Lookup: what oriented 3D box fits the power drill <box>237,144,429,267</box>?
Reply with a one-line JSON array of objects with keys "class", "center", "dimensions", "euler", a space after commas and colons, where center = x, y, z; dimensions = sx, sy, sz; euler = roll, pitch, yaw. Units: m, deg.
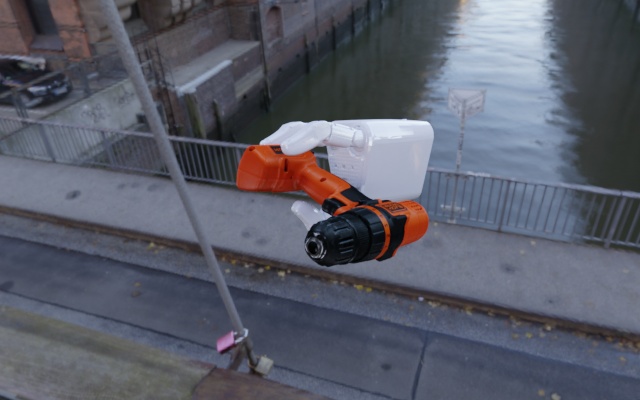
[{"class": "power drill", "center": [0.000, 0.001, 0.498], "dimensions": [0.187, 0.057, 0.184], "euler": [32, 22, 31]}]
